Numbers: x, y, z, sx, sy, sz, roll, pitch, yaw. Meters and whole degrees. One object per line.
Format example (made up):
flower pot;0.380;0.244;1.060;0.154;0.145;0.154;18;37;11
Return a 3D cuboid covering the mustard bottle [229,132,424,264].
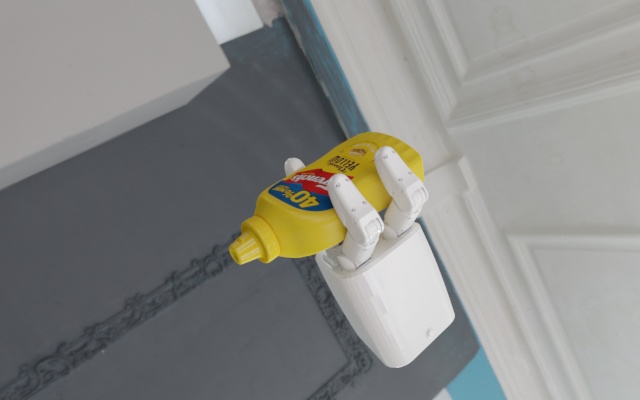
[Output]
mustard bottle;0.000;0.001;0.441;0.191;0.058;0.096;-33;39;-28
